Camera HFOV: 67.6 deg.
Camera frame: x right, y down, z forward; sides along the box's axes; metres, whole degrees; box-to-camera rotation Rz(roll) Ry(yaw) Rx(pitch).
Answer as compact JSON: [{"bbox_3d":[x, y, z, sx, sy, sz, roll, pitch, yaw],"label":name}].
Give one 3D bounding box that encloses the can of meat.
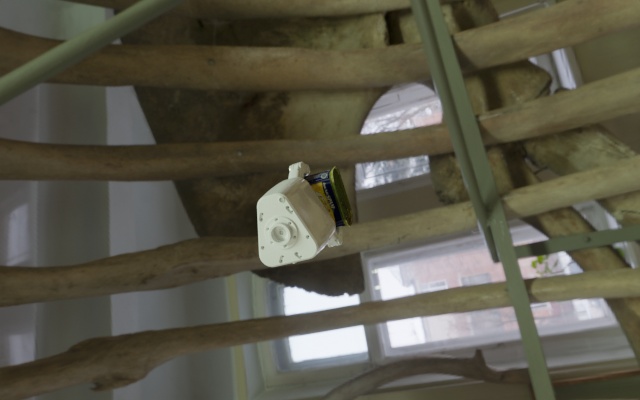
[{"bbox_3d":[0.000,0.003,0.819,0.084,0.102,0.057,-14,14,16],"label":"can of meat"}]
